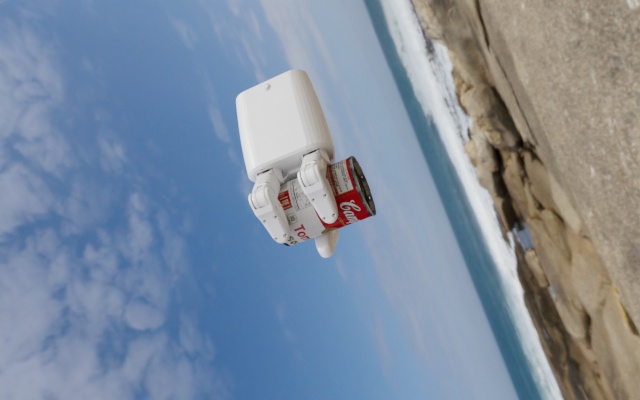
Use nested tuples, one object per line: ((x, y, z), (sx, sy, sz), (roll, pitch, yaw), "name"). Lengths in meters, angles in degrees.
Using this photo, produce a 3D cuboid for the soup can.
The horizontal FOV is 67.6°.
((0.000, 0.002, 0.514), (0.102, 0.068, 0.068), (-21, -5, 13), "soup can")
